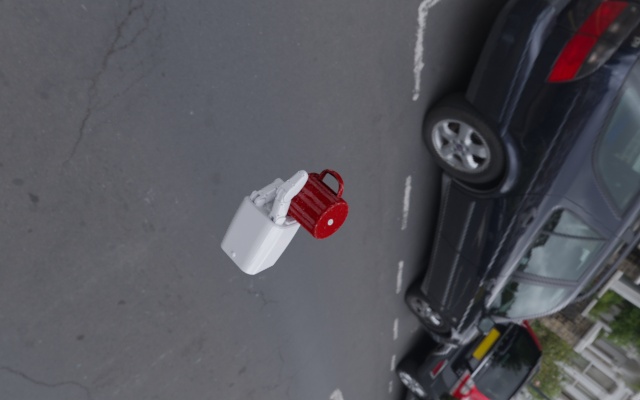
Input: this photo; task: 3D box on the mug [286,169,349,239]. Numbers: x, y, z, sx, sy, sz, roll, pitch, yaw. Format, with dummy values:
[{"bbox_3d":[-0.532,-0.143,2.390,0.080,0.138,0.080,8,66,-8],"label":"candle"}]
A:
[{"bbox_3d":[0.001,0.002,0.816,0.081,0.117,0.093,42,18,30],"label":"mug"}]
